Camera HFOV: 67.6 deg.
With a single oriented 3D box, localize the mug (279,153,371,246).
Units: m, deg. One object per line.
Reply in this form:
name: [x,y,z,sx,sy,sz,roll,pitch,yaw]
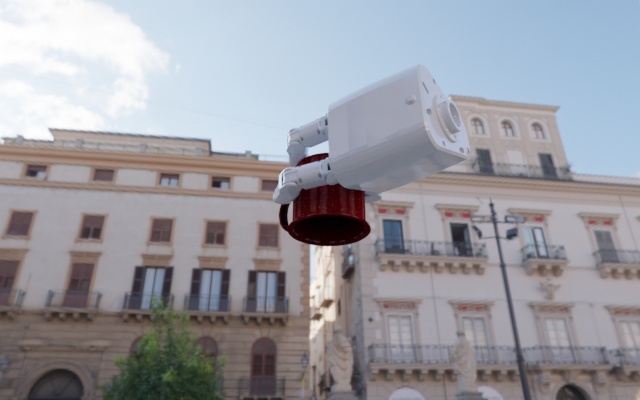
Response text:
mug: [-0.001,0.002,0.557,0.117,0.081,0.093,-19,-32,33]
